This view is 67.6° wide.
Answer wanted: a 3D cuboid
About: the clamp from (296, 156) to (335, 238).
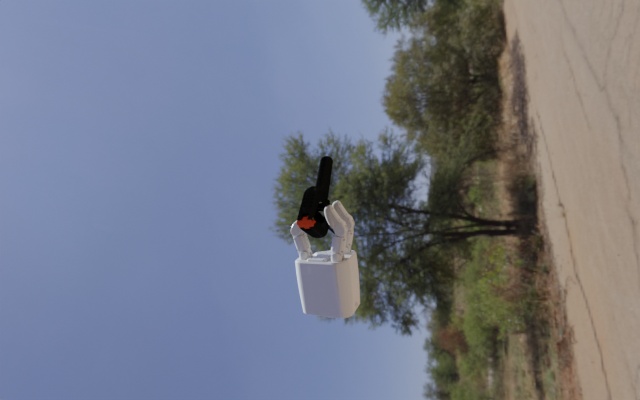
[{"bbox_3d":[-0.001,0.003,0.893,0.036,0.164,0.210,-7,6,18],"label":"clamp"}]
